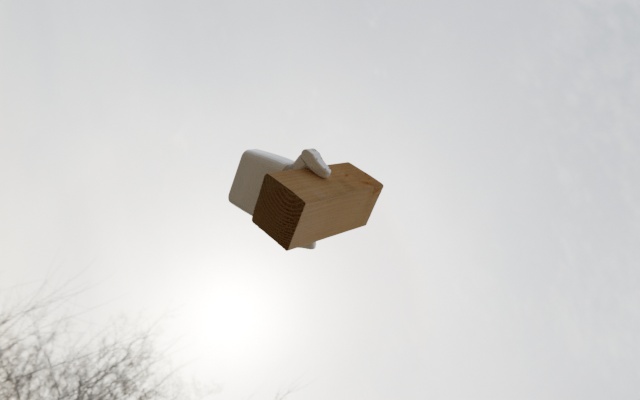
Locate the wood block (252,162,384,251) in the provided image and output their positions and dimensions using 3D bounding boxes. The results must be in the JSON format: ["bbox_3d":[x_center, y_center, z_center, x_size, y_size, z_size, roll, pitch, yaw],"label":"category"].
[{"bbox_3d":[0.000,0.002,0.789,0.090,0.091,0.206,36,30,29],"label":"wood block"}]
